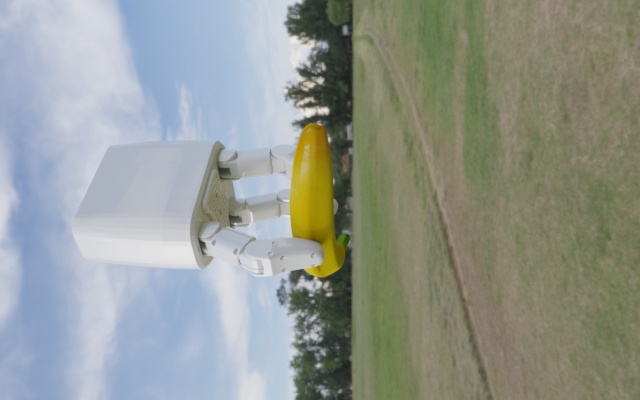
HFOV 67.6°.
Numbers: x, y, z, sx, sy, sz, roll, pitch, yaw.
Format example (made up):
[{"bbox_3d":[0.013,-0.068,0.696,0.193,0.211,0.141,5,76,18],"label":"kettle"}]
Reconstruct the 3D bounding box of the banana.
[{"bbox_3d":[-0.002,0.019,0.406,0.037,0.069,0.198,4,-28,10],"label":"banana"}]
